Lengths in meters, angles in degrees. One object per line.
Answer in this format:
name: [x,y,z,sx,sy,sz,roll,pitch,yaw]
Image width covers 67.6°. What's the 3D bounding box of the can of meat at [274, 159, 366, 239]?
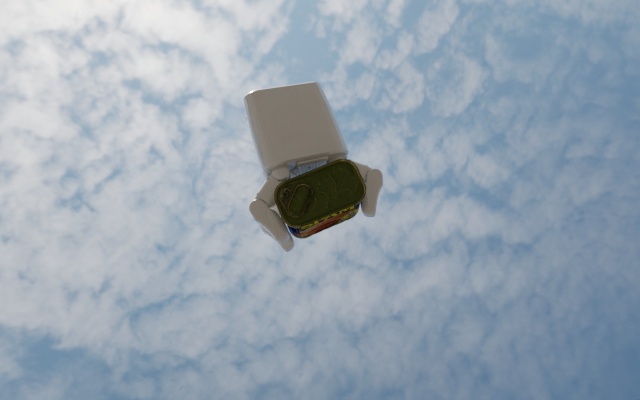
can of meat: [0.000,0.002,0.575,0.102,0.057,0.084,-22,-15,-5]
